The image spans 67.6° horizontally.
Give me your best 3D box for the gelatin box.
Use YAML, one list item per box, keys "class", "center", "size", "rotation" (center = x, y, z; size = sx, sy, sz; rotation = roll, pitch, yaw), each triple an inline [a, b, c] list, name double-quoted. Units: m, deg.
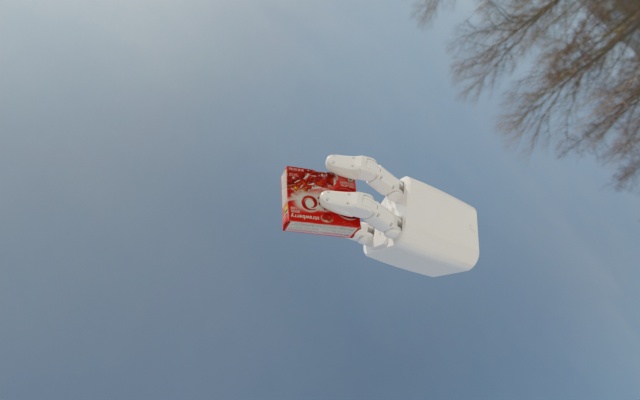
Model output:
- class: "gelatin box"
  center: [0.000, 0.002, 0.556]
  size: [0.089, 0.073, 0.030]
  rotation: [7, -32, -19]
